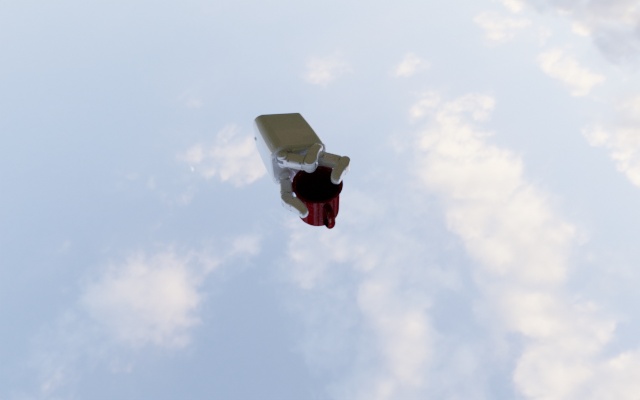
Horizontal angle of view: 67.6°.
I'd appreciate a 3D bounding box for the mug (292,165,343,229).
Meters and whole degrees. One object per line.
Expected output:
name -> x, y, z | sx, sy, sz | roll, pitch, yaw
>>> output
mug -> 0.001, 0.004, 0.884 | 0.093, 0.117, 0.082 | -20, -36, -15
